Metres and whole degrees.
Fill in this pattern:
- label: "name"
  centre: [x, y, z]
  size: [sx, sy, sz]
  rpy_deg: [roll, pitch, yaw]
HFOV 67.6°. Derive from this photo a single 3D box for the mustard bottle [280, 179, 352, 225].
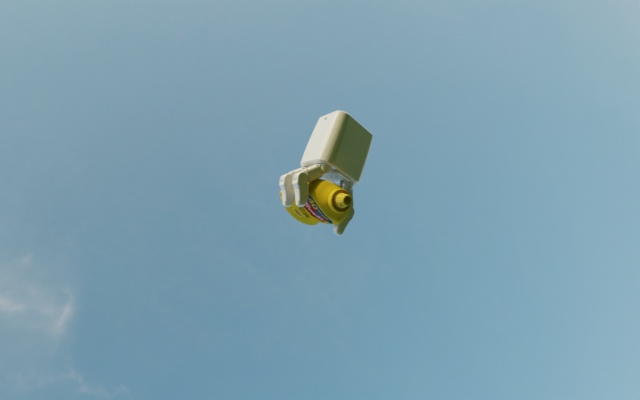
- label: "mustard bottle"
  centre: [0.000, 0.003, 0.882]
  size: [0.058, 0.096, 0.191]
  rpy_deg: [-46, 19, -23]
